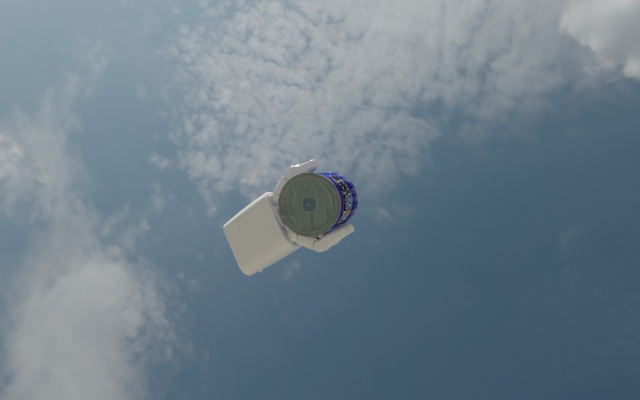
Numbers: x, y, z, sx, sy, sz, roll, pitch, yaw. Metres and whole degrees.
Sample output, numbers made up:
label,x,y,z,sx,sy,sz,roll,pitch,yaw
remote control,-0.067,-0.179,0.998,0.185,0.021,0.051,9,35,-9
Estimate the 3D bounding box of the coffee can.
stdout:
label,x,y,z,sx,sy,sz,roll,pitch,yaw
coffee can,0.000,0.003,0.818,0.103,0.103,0.140,0,3,16
